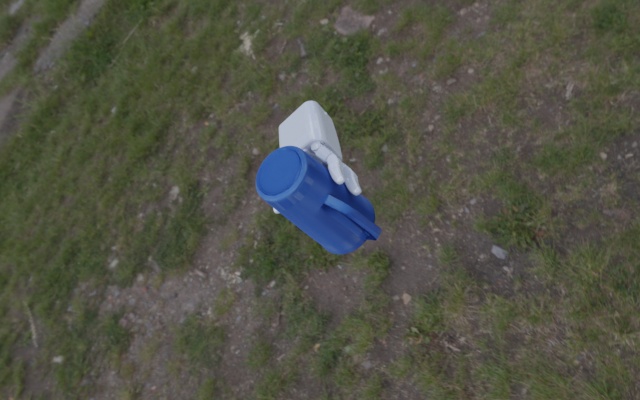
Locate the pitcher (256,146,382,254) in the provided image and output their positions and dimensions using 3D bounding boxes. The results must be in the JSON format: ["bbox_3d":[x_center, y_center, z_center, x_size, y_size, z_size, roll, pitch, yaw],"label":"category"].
[{"bbox_3d":[0.000,0.003,0.886,0.149,0.145,0.243,-25,-36,22],"label":"pitcher"}]
